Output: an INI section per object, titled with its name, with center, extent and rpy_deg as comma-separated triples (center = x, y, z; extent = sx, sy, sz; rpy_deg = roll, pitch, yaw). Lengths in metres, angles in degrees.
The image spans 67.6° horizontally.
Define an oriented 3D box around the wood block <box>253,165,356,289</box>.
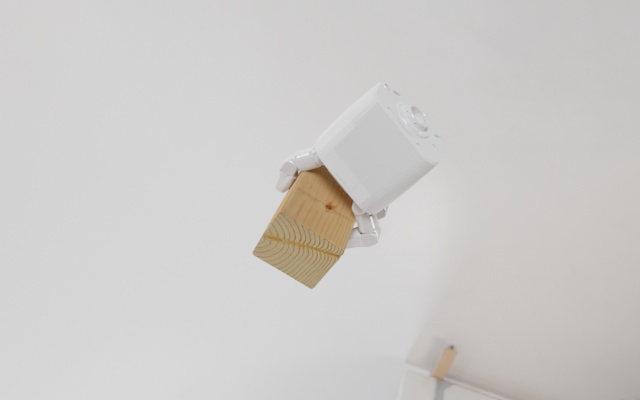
[wood block]
center = 0.000, 0.002, 0.645
extent = 0.091, 0.090, 0.206
rpy_deg = 32, 40, -5
